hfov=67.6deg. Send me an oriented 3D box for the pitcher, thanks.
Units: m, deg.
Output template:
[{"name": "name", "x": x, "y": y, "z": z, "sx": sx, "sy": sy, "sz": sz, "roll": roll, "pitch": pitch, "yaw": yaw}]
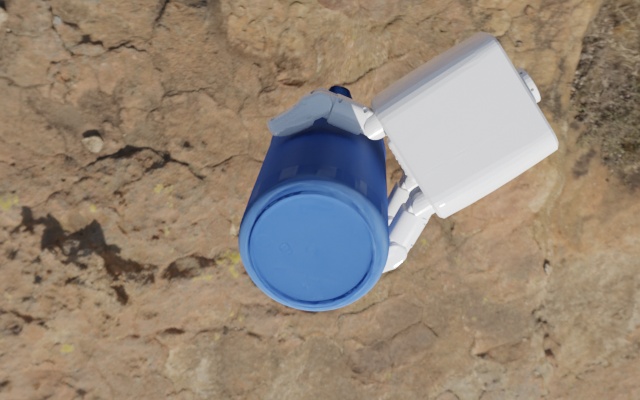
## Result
[{"name": "pitcher", "x": 0.000, "y": 0.001, "z": 0.445, "sx": 0.145, "sy": 0.149, "sz": 0.242, "roll": -31, "pitch": 17, "yaw": 15}]
